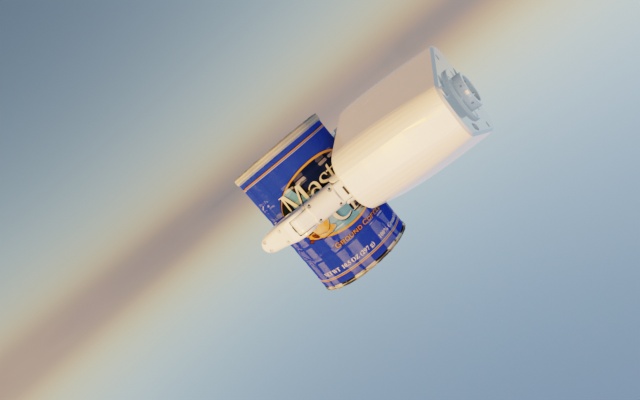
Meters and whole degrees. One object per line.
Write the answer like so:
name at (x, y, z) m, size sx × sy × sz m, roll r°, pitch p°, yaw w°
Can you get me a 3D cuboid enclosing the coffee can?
coffee can at (0.000, 0.002, 0.470) m, size 0.103 × 0.140 × 0.103 m, roll -39°, pitch 8°, yaw 6°
